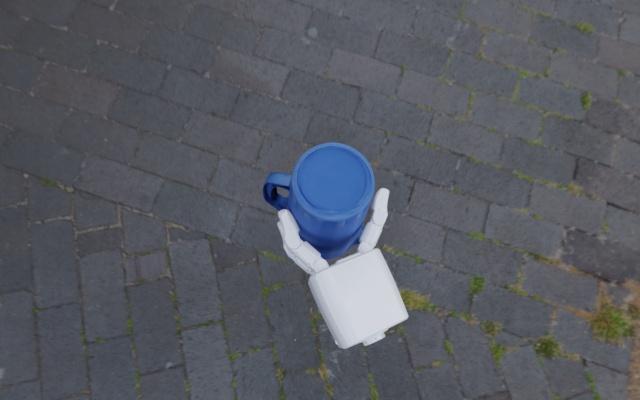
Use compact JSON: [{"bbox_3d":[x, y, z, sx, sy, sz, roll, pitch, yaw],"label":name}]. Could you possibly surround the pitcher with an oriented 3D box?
[{"bbox_3d":[0.000,0.003,0.719,0.149,0.145,0.243,-20,-14,-8],"label":"pitcher"}]
